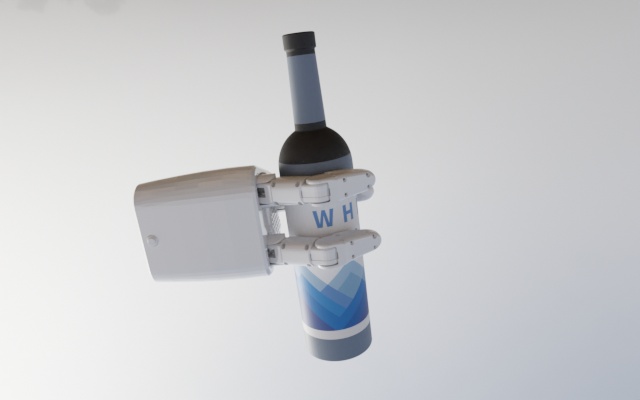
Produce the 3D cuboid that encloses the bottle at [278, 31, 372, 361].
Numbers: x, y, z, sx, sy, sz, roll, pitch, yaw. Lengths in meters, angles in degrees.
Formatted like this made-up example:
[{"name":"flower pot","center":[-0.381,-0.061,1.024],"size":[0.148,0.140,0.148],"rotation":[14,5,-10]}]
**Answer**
[{"name":"bottle","center":[0.000,0.002,0.437],"size":[0.069,0.296,0.069],"rotation":[-7,16,2]}]
